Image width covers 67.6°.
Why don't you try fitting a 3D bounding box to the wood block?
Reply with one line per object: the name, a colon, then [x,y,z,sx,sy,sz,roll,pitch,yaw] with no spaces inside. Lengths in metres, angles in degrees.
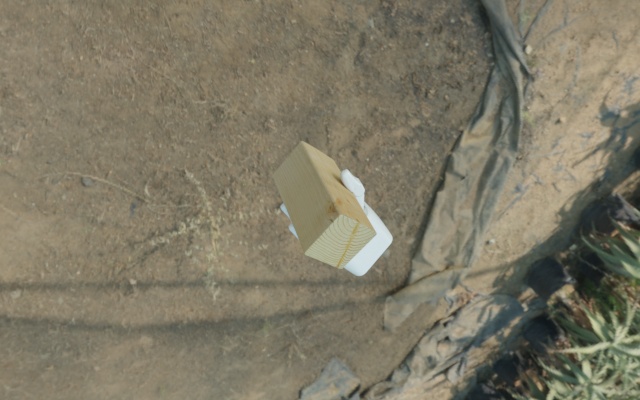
wood block: [0.001,0.003,0.813,0.090,0.091,0.206,28,23,-38]
